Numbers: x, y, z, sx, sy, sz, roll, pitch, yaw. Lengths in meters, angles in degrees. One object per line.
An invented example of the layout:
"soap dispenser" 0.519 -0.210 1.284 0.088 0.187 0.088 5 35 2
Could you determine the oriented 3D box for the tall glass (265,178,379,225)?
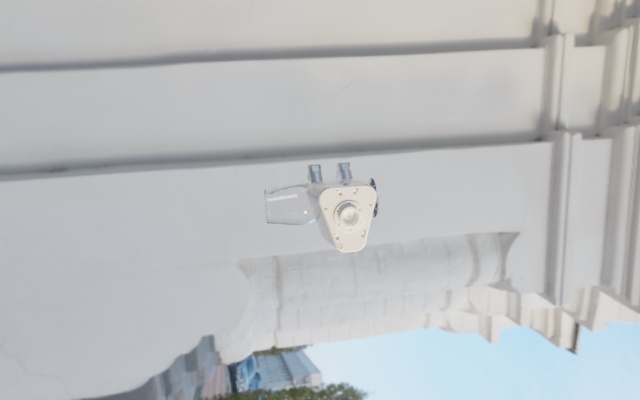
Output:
"tall glass" 0.001 0.003 0.875 0.201 0.079 0.079 -5 1 -9
